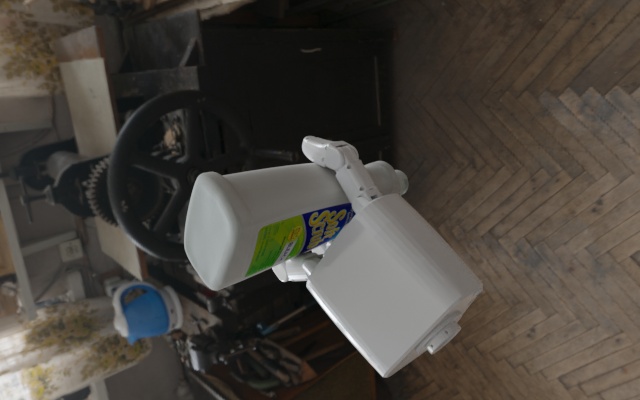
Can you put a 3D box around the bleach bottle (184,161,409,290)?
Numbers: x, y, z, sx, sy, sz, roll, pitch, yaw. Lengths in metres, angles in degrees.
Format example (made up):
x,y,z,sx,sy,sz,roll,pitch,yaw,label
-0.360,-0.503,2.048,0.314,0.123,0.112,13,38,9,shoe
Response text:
x,y,z,sx,sy,sz,roll,pitch,yaw,label
0.000,0.002,0.459,0.251,0.103,0.068,-17,54,-40,bleach bottle
